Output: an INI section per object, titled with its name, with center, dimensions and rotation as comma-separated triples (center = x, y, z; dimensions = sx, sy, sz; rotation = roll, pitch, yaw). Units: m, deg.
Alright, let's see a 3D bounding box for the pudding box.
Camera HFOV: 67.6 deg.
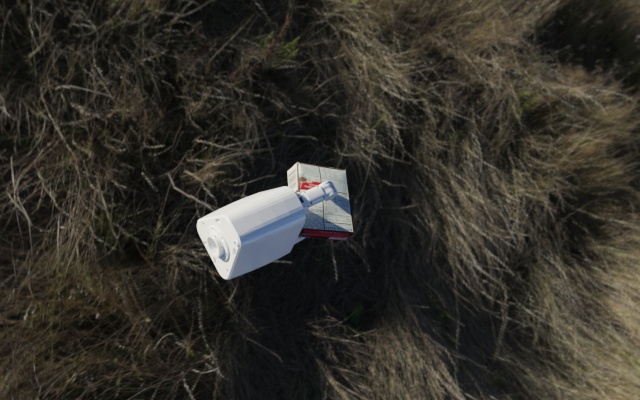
[pudding box]
center = 0.000, 0.002, 0.729
dimensions = 0.090, 0.113, 0.039
rotation = 7, -25, -27
